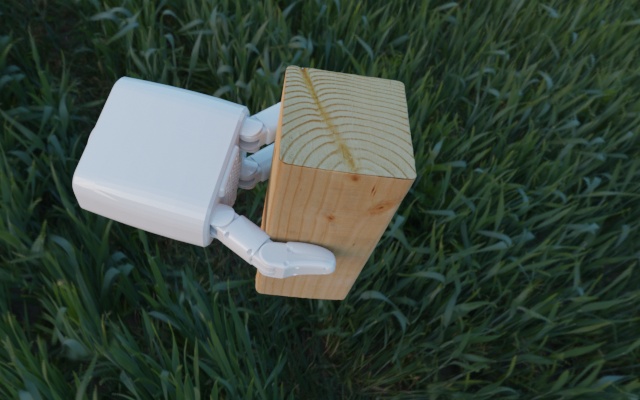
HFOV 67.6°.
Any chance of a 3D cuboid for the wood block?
[{"bbox_3d":[0.000,0.001,0.404,0.090,0.090,0.206,6,-34,-8],"label":"wood block"}]
